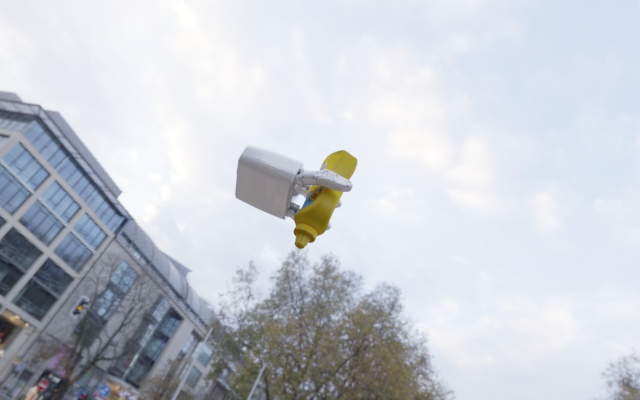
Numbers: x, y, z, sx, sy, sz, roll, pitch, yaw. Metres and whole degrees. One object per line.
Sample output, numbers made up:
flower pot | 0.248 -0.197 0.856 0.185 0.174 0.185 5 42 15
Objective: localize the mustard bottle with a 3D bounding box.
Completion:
mustard bottle | 0.001 0.003 0.840 0.058 0.191 0.096 35 -33 -13
